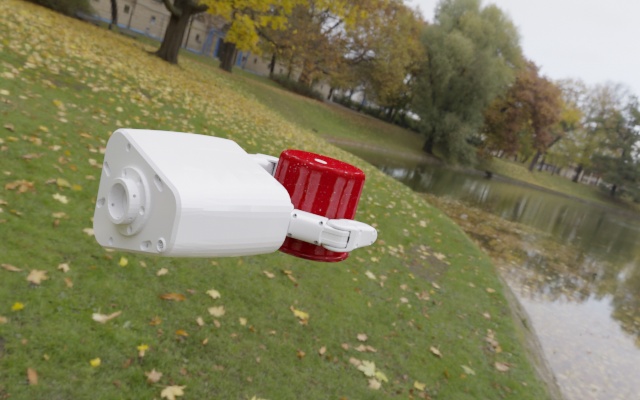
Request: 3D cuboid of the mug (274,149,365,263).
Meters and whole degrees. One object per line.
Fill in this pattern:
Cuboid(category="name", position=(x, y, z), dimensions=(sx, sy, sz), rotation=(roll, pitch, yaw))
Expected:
Cuboid(category="mug", position=(0.001, 0.001, 0.454), dimensions=(0.093, 0.081, 0.117), rotation=(24, 14, 34))
